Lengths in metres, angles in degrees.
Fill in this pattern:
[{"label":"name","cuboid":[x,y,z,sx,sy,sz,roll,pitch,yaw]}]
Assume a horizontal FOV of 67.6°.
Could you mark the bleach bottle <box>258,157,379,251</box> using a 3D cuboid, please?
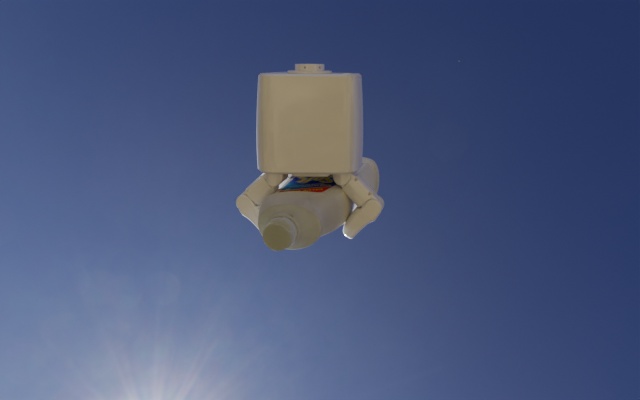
[{"label":"bleach bottle","cuboid":[0.000,0.002,0.566,0.102,0.068,0.250,5,17,15]}]
